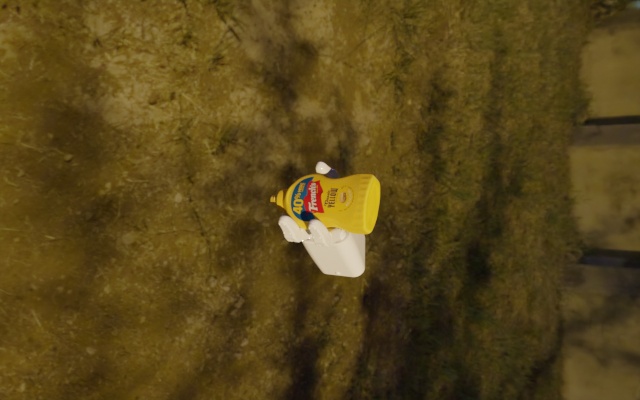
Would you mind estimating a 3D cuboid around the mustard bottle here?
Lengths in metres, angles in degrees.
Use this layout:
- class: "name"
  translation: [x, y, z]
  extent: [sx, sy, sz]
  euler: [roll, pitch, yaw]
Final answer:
- class: "mustard bottle"
  translation: [0.000, 0.002, 0.801]
  extent: [0.191, 0.096, 0.058]
  euler: [2, -18, 29]
